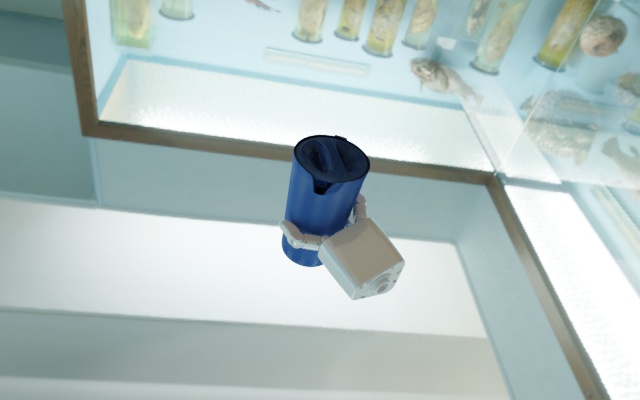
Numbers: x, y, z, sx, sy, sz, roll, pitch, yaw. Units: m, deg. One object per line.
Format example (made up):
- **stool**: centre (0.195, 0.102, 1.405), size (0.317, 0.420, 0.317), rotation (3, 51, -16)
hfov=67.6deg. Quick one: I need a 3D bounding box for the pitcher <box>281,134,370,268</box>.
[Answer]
- **pitcher**: centre (0.000, 0.003, 0.890), size (0.149, 0.243, 0.145), rotation (-16, 50, -31)
